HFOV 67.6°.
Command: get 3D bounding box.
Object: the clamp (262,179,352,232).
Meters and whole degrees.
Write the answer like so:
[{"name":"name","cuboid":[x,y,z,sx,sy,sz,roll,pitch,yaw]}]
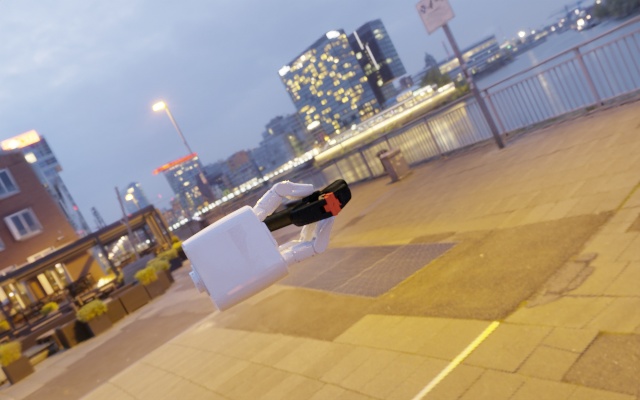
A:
[{"name":"clamp","cuboid":[0.000,0.002,0.710,0.164,0.036,0.210,-30,6,-19]}]
